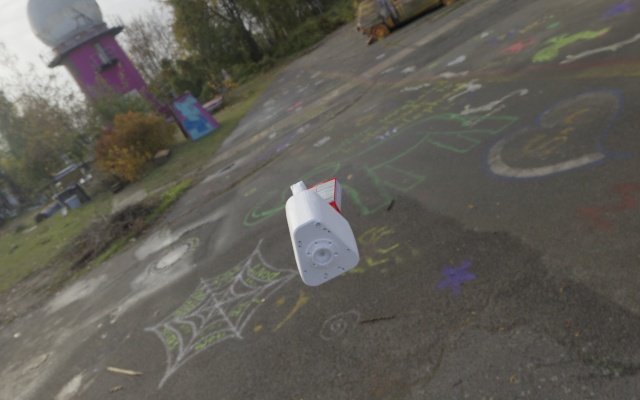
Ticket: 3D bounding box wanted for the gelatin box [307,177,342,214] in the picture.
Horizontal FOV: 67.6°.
[{"bbox_3d":[0.000,0.002,0.868,0.073,0.030,0.089,-22,29,16],"label":"gelatin box"}]
